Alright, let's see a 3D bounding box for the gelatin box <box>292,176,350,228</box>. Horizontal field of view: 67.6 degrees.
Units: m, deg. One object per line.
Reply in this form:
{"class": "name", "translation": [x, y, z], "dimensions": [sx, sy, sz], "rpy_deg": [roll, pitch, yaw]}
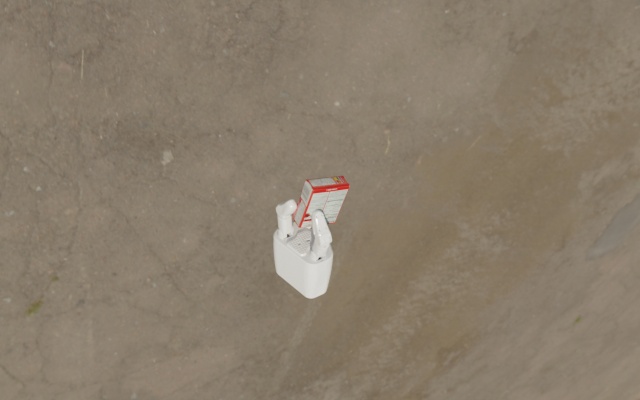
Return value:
{"class": "gelatin box", "translation": [0.000, 0.003, 0.794], "dimensions": [0.073, 0.089, 0.030], "rpy_deg": [-8, 46, -31]}
